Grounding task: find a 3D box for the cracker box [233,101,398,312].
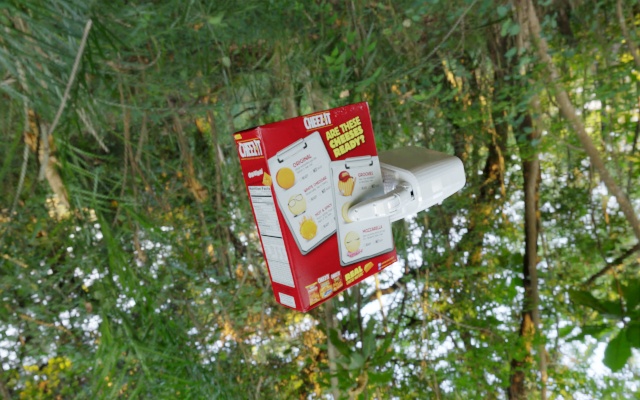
[{"bbox_3d":[0.000,0.002,0.584,0.164,0.214,0.072,-21,13,-36],"label":"cracker box"}]
